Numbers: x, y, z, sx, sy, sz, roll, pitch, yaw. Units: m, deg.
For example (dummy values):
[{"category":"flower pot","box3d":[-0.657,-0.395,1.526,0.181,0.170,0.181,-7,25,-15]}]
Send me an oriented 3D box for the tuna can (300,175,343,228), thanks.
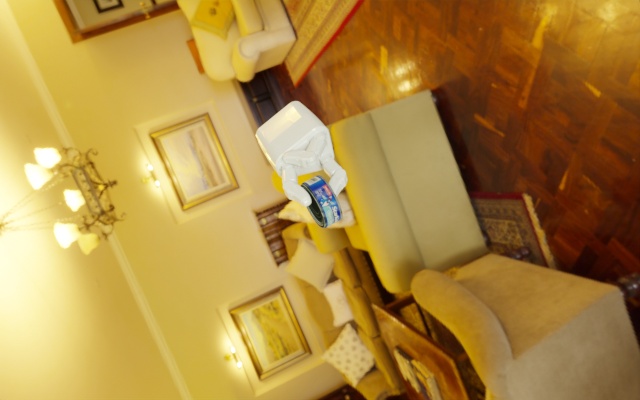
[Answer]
[{"category":"tuna can","box3d":[0.000,0.003,0.800,0.034,0.086,0.086,-28,8,-15]}]
